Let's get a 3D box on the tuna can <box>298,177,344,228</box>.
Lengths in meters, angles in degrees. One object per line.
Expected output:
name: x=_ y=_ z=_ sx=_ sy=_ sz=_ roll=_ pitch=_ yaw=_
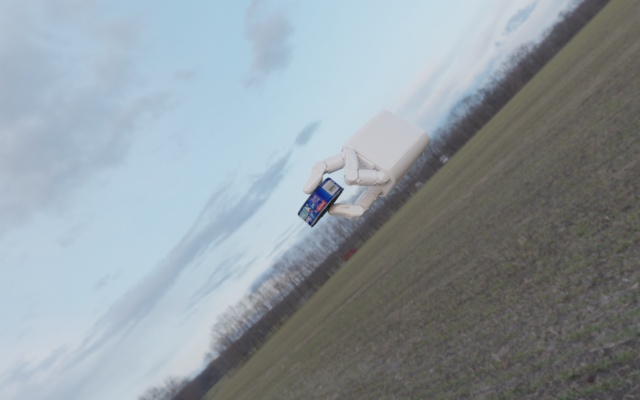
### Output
tuna can: x=0.000 y=0.002 z=0.799 sx=0.034 sy=0.086 sz=0.086 roll=40 pitch=4 yaw=5
